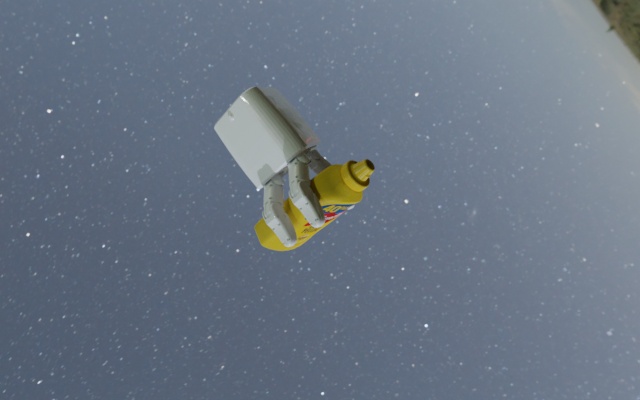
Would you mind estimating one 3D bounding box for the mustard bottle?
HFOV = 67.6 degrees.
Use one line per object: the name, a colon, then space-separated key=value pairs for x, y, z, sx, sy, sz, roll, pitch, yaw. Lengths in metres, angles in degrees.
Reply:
mustard bottle: x=0.000 y=0.003 z=0.649 sx=0.096 sy=0.058 sz=0.192 roll=-1 pitch=-29 yaw=-48
